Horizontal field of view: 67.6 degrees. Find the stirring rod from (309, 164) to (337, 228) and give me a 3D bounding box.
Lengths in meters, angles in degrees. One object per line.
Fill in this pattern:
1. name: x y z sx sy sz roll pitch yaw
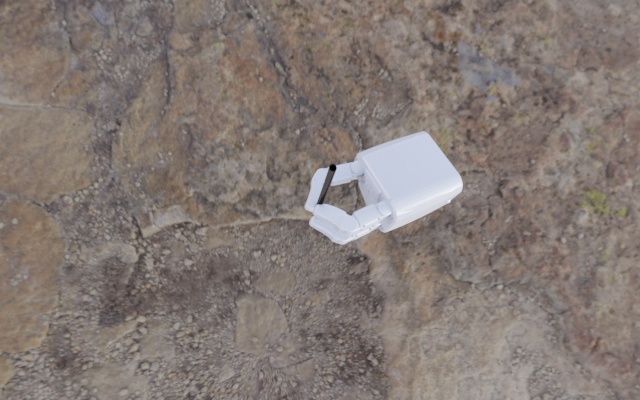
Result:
1. stirring rod: 0.000 0.002 0.603 0.011 0.011 0.240 0 -17 -6
